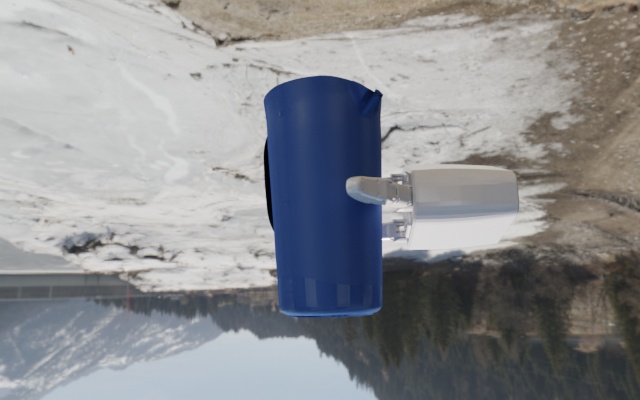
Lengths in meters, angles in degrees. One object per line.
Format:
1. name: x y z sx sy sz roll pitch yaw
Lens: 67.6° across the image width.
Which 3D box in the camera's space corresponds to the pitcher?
1. pitcher: 0.000 0.002 0.526 0.145 0.242 0.149 -2 -11 2
